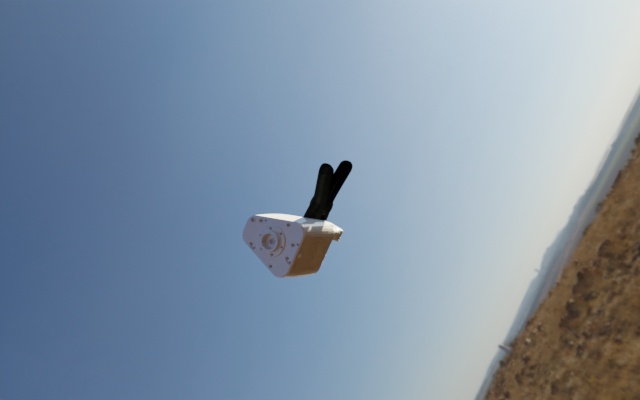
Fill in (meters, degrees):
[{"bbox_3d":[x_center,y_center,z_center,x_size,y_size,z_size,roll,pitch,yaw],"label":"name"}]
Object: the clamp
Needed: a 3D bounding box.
[{"bbox_3d":[0.000,0.003,0.846,0.039,0.171,0.120,26,7,23],"label":"clamp"}]
